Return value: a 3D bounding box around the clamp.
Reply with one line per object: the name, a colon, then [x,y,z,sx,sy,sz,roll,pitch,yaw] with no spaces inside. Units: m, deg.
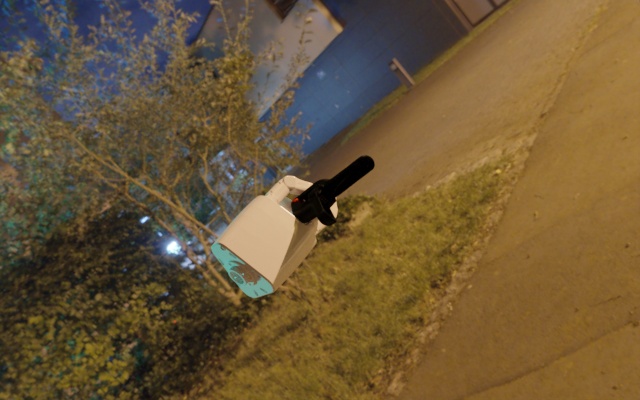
clamp: [0.000,0.002,0.692,0.120,0.039,0.171,-50,12,-35]
